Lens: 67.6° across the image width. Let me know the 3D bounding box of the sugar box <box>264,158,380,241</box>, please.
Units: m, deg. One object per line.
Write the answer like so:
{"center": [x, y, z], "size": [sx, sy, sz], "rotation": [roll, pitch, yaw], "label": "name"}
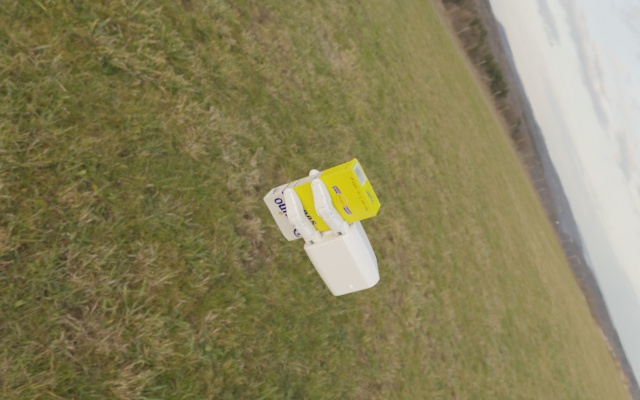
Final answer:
{"center": [0.000, 0.003, 0.799], "size": [0.176, 0.093, 0.048], "rotation": [-20, 18, 27], "label": "sugar box"}
